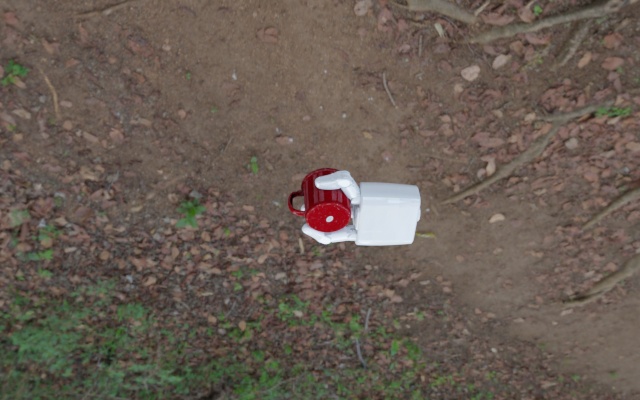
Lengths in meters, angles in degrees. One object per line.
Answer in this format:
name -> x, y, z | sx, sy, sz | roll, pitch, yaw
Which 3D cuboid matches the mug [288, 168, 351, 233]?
mug -> -0.001, 0.003, 0.852 | 0.117, 0.081, 0.093 | -1, -43, -3
